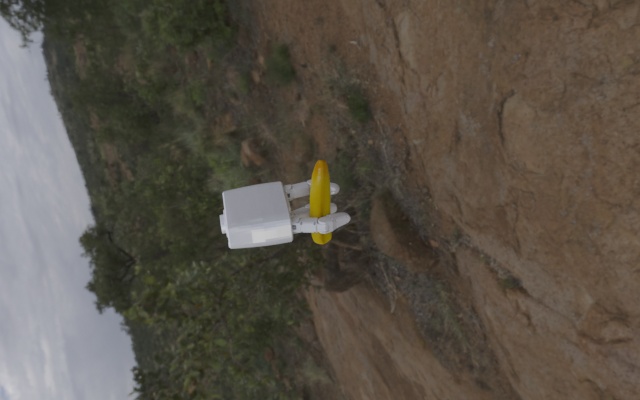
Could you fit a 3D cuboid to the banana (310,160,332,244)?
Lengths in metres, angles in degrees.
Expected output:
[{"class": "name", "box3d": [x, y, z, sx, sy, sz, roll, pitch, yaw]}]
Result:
[{"class": "banana", "box3d": [0.000, 0.019, 0.831, 0.037, 0.069, 0.198, -1, -40, 2]}]
